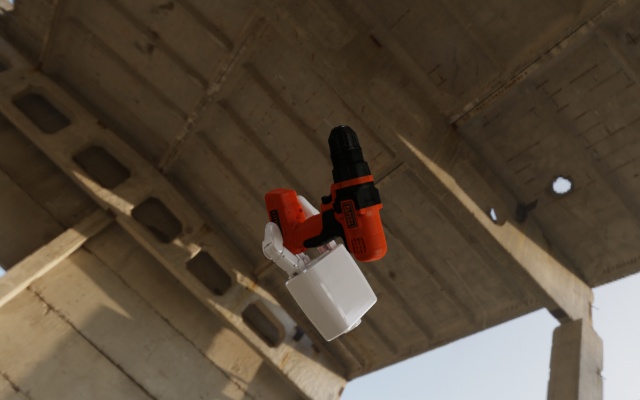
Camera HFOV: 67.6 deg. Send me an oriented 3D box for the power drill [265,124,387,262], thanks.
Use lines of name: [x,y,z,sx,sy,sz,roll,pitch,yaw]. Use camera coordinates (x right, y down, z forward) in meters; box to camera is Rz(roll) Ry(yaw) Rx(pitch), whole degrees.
power drill: [0.000,0.003,0.680,0.057,0.184,0.188,-11,-2,-44]
